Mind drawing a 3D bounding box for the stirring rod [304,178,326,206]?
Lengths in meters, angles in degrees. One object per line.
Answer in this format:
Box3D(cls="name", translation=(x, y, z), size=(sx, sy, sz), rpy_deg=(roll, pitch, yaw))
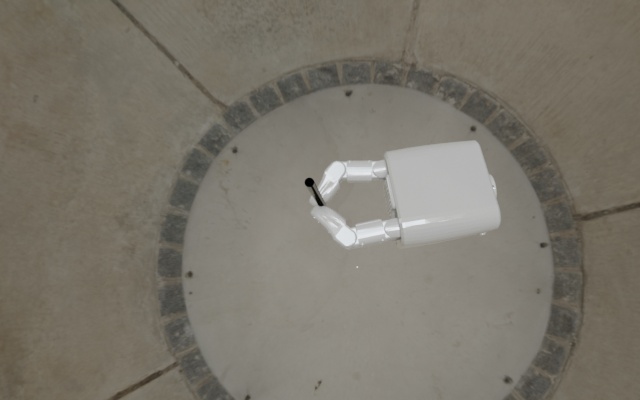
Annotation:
Box3D(cls="stirring rod", translation=(0.000, 0.002, 0.510), size=(0.011, 0.011, 0.239), rpy_deg=(0, -8, 4))
